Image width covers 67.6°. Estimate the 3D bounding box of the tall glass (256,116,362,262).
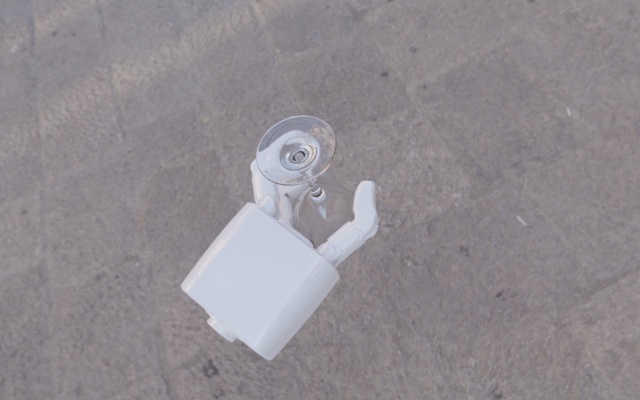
[{"bbox_3d":[0.000,0.001,0.507,0.079,0.079,0.201,0,-28,15],"label":"tall glass"}]
